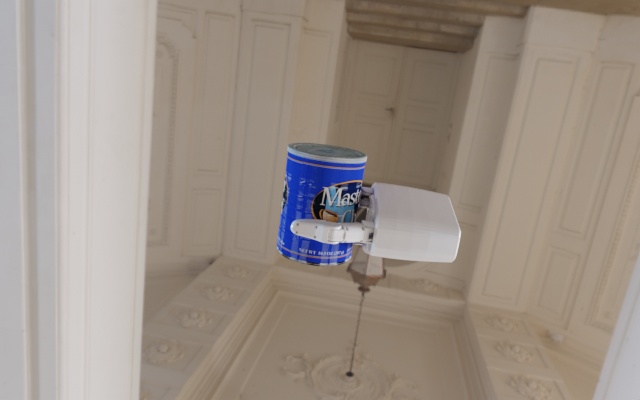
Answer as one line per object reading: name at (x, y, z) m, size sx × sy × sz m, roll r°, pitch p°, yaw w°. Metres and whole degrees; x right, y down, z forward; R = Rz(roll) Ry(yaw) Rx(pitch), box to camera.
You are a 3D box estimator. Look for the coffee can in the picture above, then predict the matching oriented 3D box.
coffee can at (0.000, 0.002, 0.629) m, size 0.103 × 0.140 × 0.102 m, roll 7°, pitch 14°, yaw -2°
